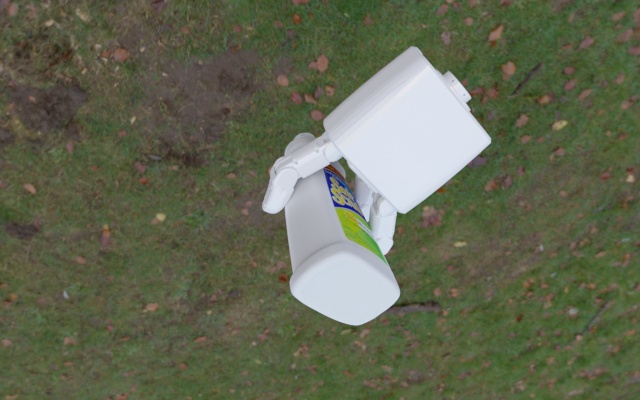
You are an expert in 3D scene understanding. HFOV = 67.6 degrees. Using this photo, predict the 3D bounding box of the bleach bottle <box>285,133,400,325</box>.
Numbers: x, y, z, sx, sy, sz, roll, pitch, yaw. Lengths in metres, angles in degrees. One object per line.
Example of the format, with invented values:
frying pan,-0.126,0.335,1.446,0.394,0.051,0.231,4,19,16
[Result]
bleach bottle,0.000,0.002,0.495,0.068,0.250,0.103,-40,-52,18
